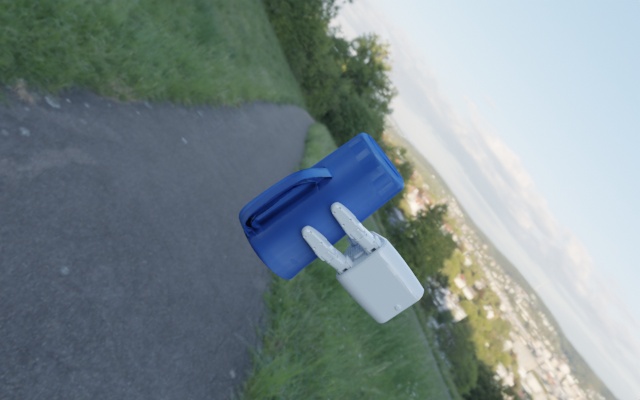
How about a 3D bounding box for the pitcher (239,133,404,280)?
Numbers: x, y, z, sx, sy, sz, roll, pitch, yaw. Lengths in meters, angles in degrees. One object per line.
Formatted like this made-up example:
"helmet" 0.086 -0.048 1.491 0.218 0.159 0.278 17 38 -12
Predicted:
"pitcher" 0.000 0.003 0.742 0.243 0.145 0.149 -37 9 12
